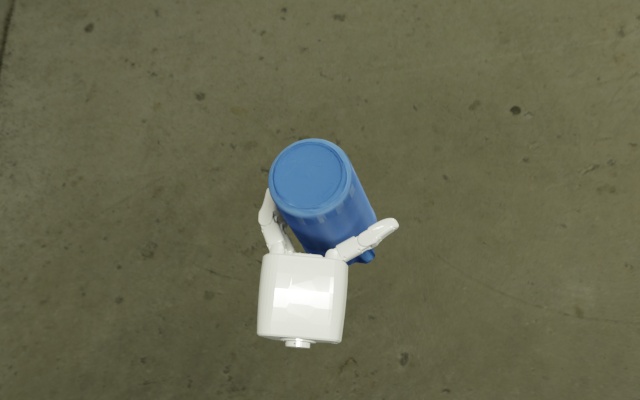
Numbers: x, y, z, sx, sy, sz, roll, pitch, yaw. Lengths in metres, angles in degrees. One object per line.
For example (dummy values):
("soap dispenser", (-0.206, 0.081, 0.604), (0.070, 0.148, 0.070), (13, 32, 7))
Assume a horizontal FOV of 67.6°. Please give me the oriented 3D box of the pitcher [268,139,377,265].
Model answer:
("pitcher", (0.000, 0.002, 0.698), (0.149, 0.145, 0.243), (0, -20, 11))
